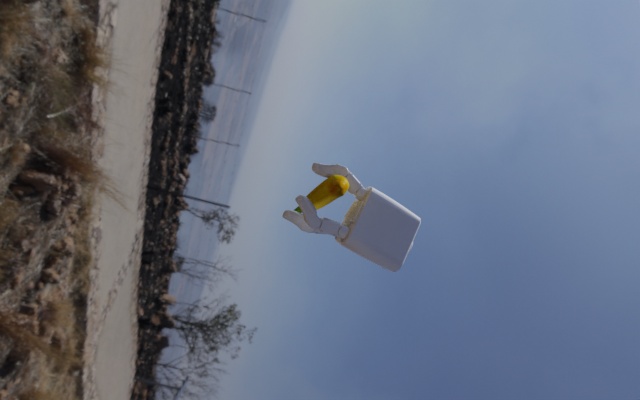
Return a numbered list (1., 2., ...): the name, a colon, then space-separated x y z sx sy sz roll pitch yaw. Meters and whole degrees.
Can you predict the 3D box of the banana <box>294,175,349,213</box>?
1. banana: 0.010 -0.009 0.797 0.037 0.069 0.198 43 -26 -6
